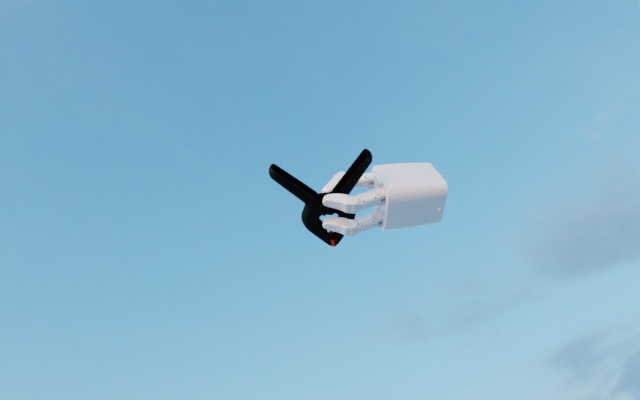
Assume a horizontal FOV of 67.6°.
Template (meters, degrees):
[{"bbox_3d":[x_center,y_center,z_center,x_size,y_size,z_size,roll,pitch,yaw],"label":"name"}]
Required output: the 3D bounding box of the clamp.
[{"bbox_3d":[0.000,0.002,0.813,0.164,0.210,0.036,-4,45,-4],"label":"clamp"}]
